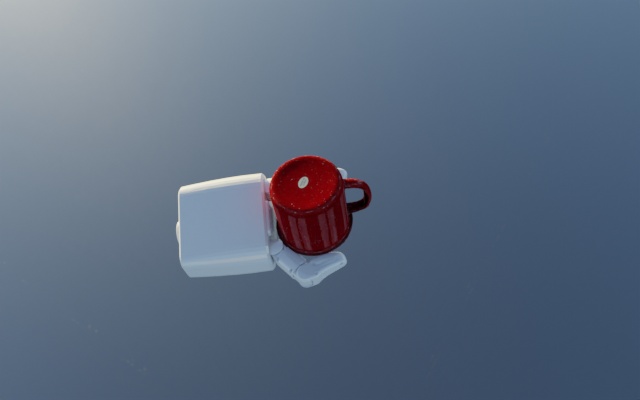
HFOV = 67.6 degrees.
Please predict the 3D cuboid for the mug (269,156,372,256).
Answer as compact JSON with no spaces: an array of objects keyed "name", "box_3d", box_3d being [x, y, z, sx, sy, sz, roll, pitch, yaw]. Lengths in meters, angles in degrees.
[{"name":"mug","box_3d":[0.002,0.002,0.542,0.117,0.093,0.082,-9,-34,2]}]
